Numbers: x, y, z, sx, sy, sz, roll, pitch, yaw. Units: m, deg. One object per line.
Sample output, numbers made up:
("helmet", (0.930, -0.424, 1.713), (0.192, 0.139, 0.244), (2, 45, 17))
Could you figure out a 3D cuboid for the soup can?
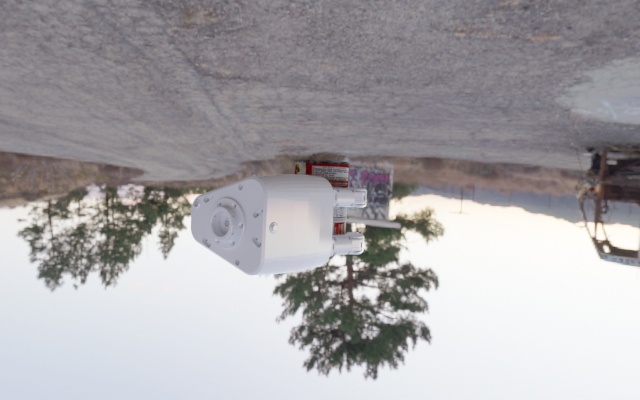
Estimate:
("soup can", (0.000, 0.002, 0.589), (0.068, 0.102, 0.068), (3, 3, 0))
